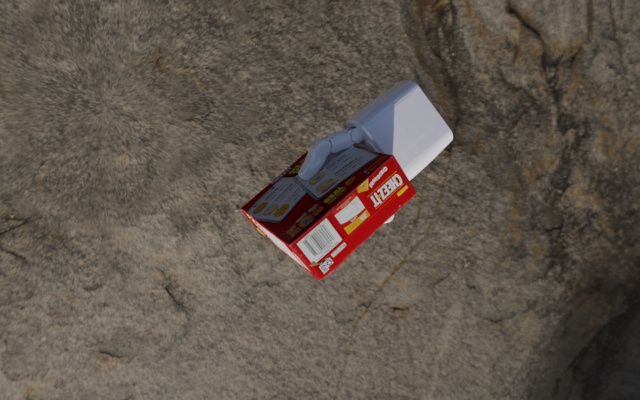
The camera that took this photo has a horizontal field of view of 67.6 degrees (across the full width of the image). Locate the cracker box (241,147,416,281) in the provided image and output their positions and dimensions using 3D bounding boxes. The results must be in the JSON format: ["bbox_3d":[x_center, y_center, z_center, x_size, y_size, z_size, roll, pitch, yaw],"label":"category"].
[{"bbox_3d":[0.000,0.002,0.644,0.164,0.072,0.213,-41,24,-12],"label":"cracker box"}]
